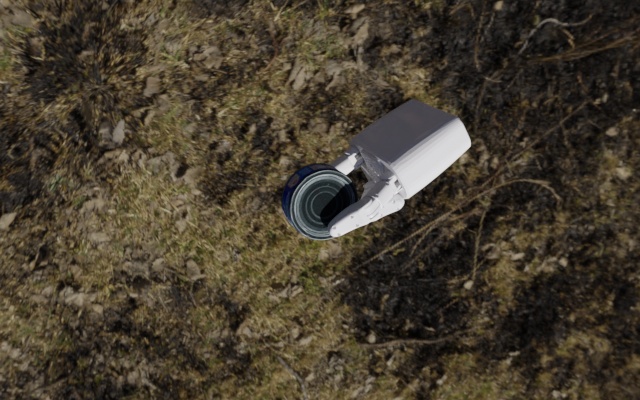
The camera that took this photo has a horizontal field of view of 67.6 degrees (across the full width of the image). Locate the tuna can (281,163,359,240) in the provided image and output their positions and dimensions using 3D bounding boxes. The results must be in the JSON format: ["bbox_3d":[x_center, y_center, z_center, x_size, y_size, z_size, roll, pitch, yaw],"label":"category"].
[{"bbox_3d":[0.000,0.002,0.552,0.086,0.086,0.033,0,16,-20],"label":"tuna can"}]
